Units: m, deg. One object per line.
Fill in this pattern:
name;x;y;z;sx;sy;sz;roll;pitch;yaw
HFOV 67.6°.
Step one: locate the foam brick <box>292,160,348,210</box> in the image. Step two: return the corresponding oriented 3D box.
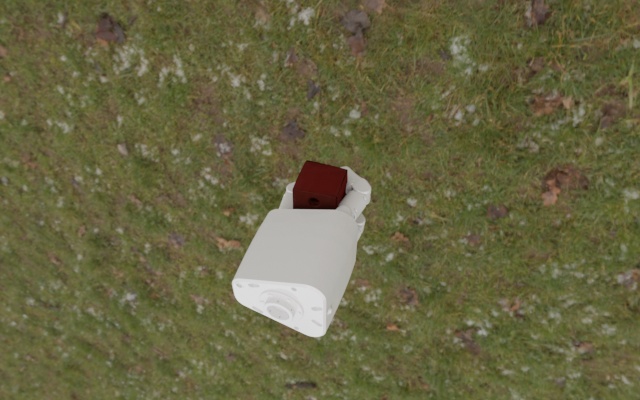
foam brick;0.000;0.002;0.565;0.053;0.078;0.051;12;45;12
